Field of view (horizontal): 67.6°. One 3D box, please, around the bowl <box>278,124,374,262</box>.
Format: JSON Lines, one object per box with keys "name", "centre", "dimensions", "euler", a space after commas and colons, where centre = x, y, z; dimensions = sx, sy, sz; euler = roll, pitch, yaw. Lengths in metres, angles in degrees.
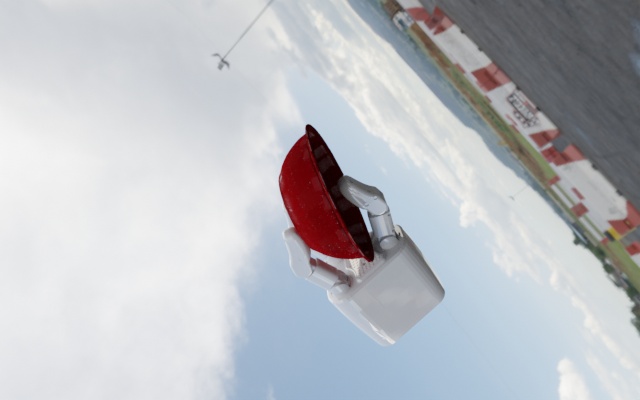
{"name": "bowl", "centre": [-0.001, 0.001, 0.515], "dimensions": [0.055, 0.162, 0.162], "euler": [-25, -5, 10]}
